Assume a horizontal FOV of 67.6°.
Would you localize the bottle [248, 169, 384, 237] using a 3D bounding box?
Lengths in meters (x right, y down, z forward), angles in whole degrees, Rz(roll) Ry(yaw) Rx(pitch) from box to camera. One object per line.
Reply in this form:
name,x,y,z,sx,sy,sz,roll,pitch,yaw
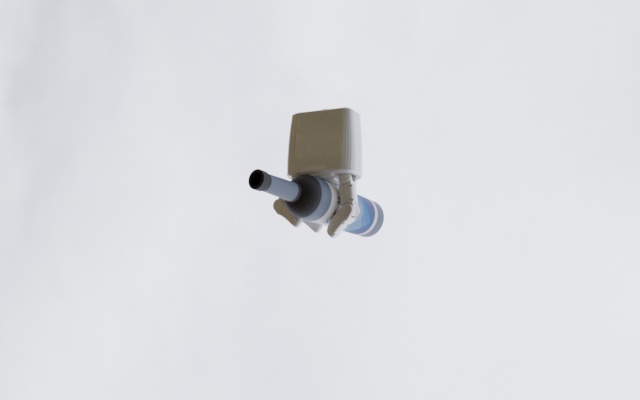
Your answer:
bottle,0.000,0.003,0.737,0.069,0.069,0.296,0,-12,36
